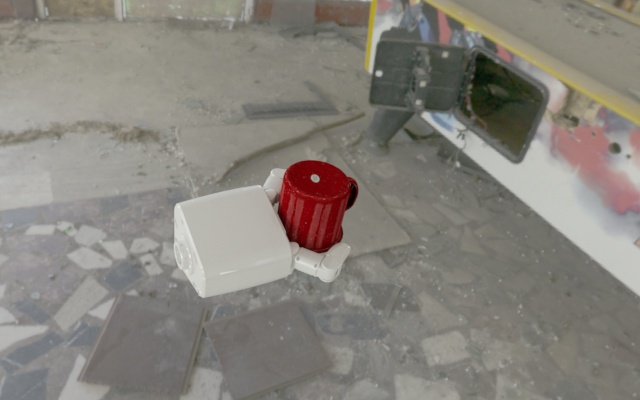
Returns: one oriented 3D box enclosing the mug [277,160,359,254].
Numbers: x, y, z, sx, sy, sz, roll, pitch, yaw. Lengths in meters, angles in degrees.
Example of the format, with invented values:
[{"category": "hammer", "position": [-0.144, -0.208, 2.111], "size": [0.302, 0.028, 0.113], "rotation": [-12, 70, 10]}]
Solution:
[{"category": "mug", "position": [0.001, 0.002, 0.593], "size": [0.117, 0.082, 0.093], "rotation": [-15, 46, -31]}]
